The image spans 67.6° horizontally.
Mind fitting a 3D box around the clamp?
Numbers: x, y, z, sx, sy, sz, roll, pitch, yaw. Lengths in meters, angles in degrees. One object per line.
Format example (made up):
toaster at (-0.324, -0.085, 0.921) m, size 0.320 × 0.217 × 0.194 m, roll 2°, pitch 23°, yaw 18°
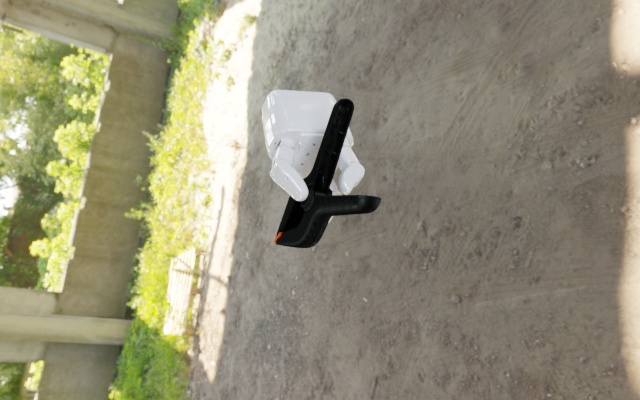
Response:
clamp at (-0.001, 0.002, 0.583) m, size 0.036 × 0.164 × 0.210 m, roll 14°, pitch -51°, yaw -27°
